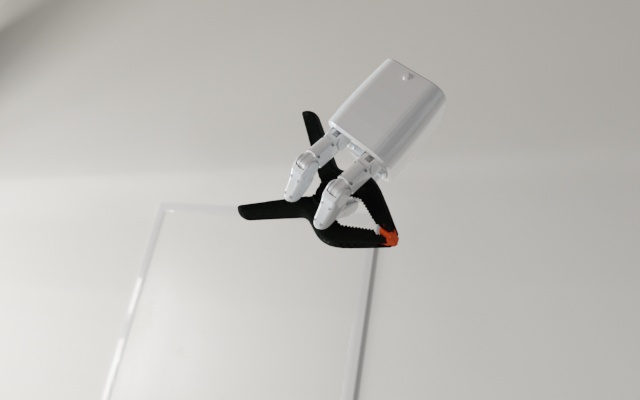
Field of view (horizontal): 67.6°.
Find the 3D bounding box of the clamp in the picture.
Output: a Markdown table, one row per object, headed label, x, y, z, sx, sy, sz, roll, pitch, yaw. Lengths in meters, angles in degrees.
| label | x | y | z | sx | sy | sz | roll | pitch | yaw |
| --- | --- | --- | --- | --- | --- | --- | --- | --- | --- |
| clamp | 0.001 | 0.002 | 0.580 | 0.210 | 0.164 | 0.036 | 41 | 4 | 30 |
